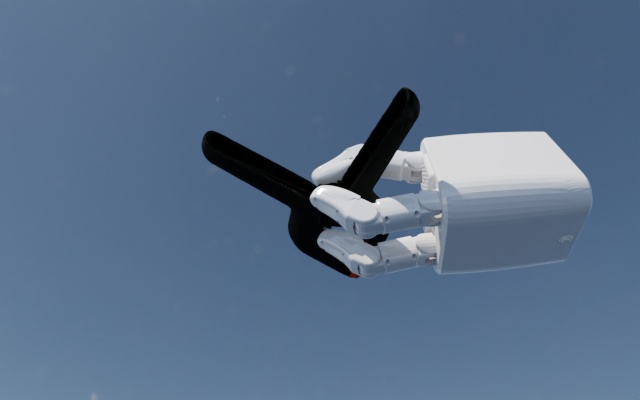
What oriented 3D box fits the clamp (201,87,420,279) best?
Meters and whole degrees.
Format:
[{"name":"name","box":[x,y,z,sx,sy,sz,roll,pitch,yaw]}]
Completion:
[{"name":"clamp","box":[0.000,0.001,0.417,0.164,0.036,0.210,-6,-42,4]}]
